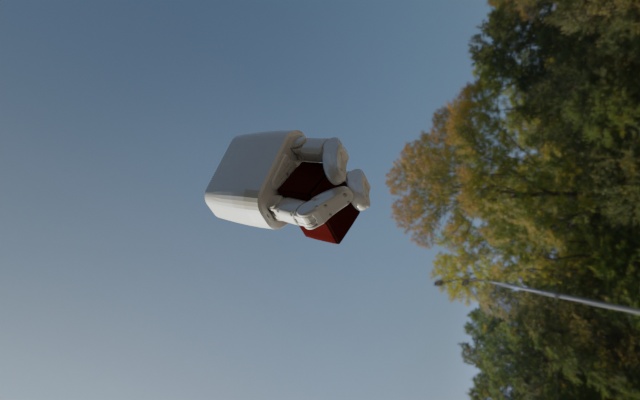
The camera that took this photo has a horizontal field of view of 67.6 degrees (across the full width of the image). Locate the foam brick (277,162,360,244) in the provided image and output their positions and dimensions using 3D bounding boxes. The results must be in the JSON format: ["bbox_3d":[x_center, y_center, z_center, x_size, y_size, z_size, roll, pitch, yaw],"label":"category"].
[{"bbox_3d":[0.000,0.002,0.541,0.051,0.078,0.053,6,47,41],"label":"foam brick"}]
